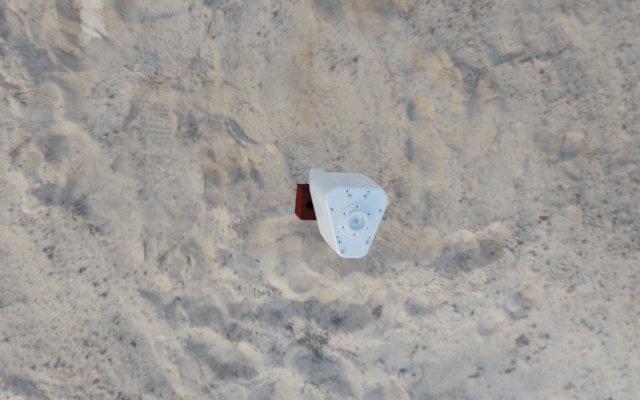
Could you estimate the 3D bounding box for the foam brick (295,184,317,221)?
[{"bbox_3d":[0.000,0.003,0.792,0.078,0.053,0.051,1,12,-12],"label":"foam brick"}]
